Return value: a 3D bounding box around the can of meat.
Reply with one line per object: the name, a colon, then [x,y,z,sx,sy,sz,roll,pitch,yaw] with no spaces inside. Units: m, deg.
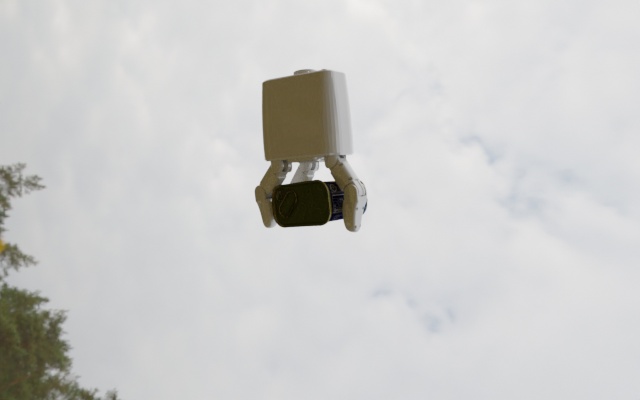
can of meat: [0.000,0.002,0.637,0.102,0.057,0.084,-6,0,42]
